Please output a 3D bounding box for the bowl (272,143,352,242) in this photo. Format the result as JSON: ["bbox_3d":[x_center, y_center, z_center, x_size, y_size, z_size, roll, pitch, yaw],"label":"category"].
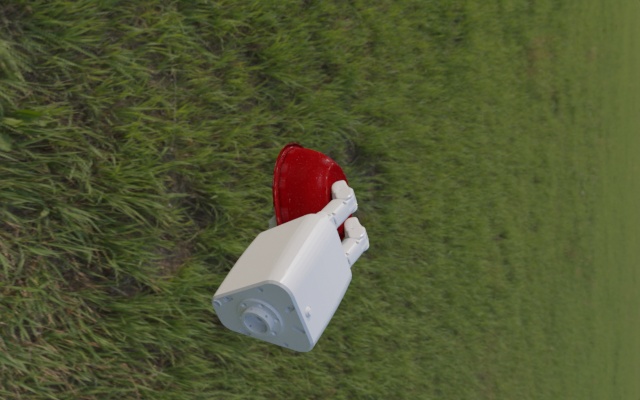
[{"bbox_3d":[0.001,0.001,0.612,0.055,0.162,0.162,-8,-3,22],"label":"bowl"}]
